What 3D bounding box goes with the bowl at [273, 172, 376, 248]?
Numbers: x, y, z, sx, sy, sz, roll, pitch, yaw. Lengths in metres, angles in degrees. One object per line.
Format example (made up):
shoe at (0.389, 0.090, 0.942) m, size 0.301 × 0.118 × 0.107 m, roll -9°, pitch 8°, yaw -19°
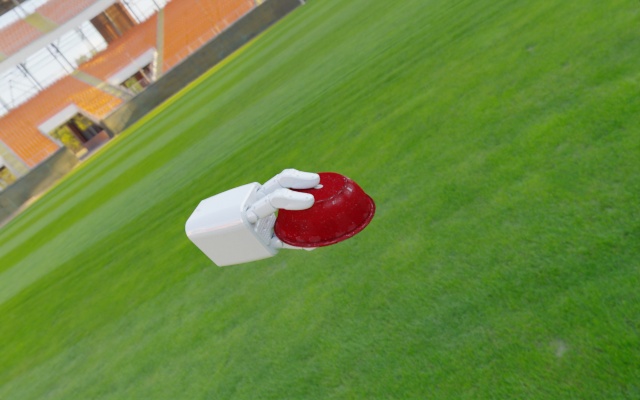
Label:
bowl at (0.001, 0.002, 0.725) m, size 0.162 × 0.055 × 0.162 m, roll -11°, pitch 30°, yaw 6°
